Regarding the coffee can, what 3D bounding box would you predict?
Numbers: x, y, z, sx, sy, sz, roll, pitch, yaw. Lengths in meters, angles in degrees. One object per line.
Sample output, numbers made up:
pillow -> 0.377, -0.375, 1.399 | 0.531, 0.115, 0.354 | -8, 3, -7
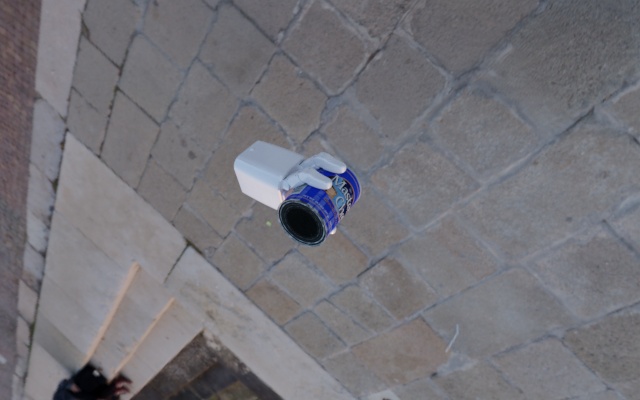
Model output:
coffee can -> 0.000, 0.003, 0.881 | 0.103, 0.103, 0.140 | 0, 33, 35
